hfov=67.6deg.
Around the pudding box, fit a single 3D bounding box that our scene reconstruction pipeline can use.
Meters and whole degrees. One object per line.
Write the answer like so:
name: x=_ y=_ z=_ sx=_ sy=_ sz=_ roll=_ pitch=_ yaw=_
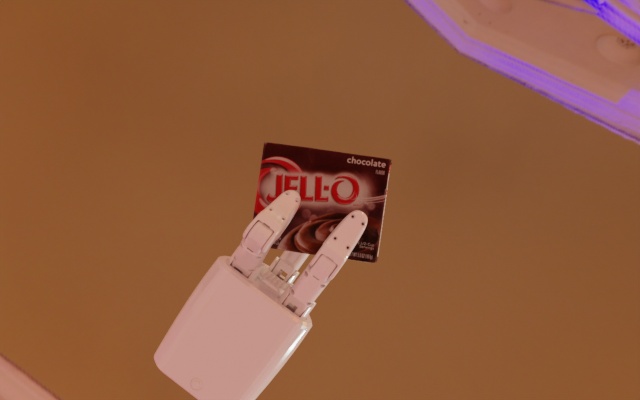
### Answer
pudding box: x=0.000 y=0.001 z=0.419 sx=0.113 sy=0.090 sz=0.039 roll=8 pitch=0 yaw=3
